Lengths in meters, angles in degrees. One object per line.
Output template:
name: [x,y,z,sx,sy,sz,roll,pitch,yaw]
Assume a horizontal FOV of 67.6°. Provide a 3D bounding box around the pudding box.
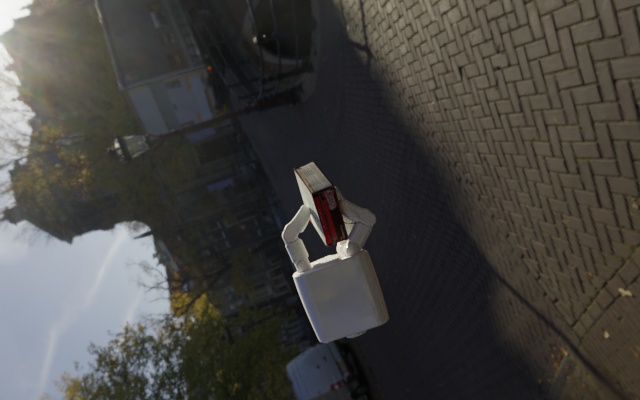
pudding box: [0.000,0.002,0.705,0.039,0.090,0.113,-20,27,-10]
